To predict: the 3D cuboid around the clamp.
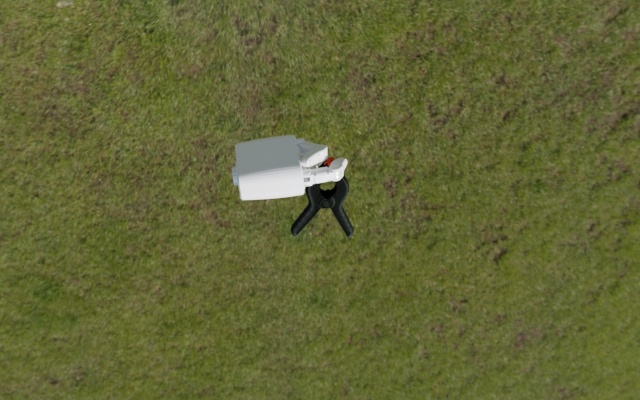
[{"bbox_3d":[0.000,0.003,0.883,0.120,0.172,0.039,-8,30,-7],"label":"clamp"}]
